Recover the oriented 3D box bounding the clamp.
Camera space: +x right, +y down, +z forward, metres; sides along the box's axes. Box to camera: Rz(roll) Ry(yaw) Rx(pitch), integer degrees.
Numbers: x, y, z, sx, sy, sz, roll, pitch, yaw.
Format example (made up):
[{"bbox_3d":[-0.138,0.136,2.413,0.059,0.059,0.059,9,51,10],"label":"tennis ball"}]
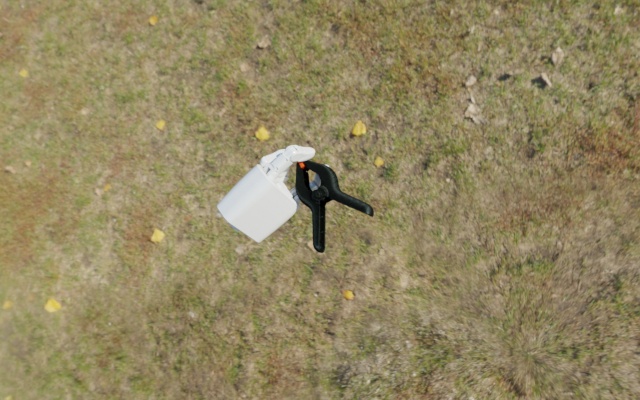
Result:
[{"bbox_3d":[0.000,0.002,0.829,0.120,0.171,0.039,-42,-28,4],"label":"clamp"}]
